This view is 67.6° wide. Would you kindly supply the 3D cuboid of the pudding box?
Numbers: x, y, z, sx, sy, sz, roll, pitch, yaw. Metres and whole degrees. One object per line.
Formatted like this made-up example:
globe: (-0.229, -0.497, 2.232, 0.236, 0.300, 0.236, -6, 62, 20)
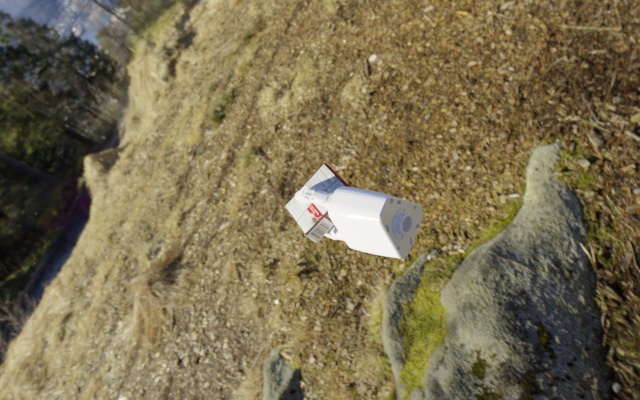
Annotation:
pudding box: (0.000, 0.003, 0.837, 0.039, 0.113, 0.090, 38, 9, -45)
